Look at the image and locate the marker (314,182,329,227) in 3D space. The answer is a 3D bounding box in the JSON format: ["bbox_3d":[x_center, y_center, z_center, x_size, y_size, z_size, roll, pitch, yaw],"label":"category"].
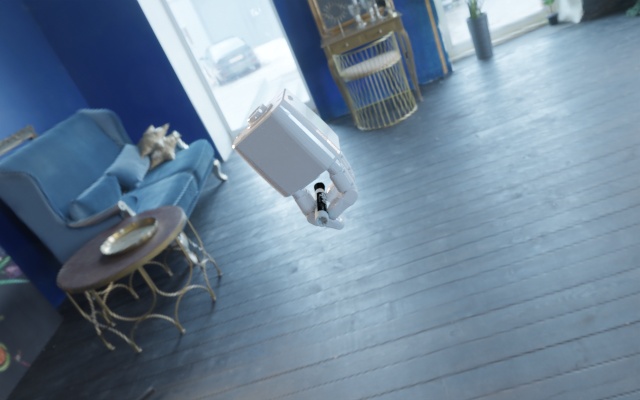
[{"bbox_3d":[0.000,0.002,0.711,0.020,0.020,0.121,0,26,-2],"label":"marker"}]
